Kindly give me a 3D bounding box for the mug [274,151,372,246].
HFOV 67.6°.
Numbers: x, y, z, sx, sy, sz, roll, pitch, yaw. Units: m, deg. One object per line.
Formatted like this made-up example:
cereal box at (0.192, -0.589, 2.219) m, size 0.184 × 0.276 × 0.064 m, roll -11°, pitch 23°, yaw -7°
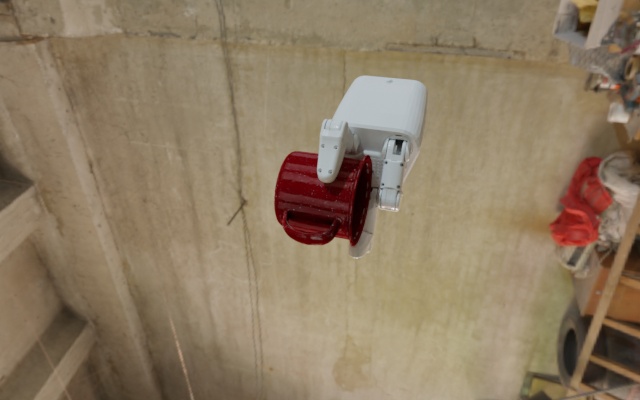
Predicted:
mug at (-0.001, 0.003, 0.481) m, size 0.081 × 0.093 × 0.117 m, roll 9°, pitch 43°, yaw 14°
